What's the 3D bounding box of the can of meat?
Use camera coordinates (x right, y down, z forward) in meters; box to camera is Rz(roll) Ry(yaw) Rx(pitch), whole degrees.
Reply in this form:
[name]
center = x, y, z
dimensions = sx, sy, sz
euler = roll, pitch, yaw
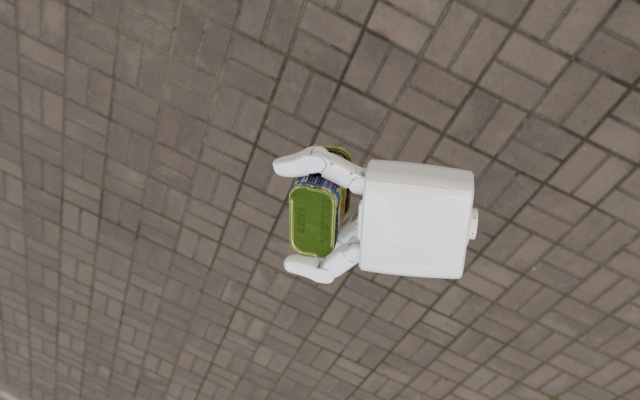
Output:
[can of meat]
center = 0.000, 0.002, 0.540
dimensions = 0.057, 0.102, 0.084
euler = 8, 37, 9
